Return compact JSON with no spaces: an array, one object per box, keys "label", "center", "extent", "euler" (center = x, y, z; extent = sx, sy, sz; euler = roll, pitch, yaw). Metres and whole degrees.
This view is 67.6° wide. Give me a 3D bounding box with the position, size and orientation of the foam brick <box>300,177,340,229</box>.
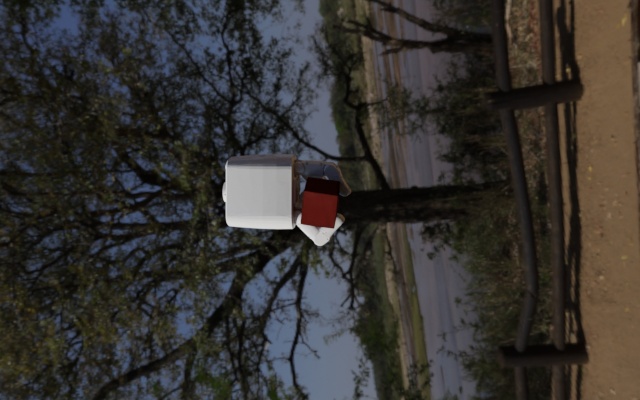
[{"label":"foam brick","center":[0.000,0.002,0.710],"extent":[0.051,0.053,0.078],"euler":[8,17,0]}]
